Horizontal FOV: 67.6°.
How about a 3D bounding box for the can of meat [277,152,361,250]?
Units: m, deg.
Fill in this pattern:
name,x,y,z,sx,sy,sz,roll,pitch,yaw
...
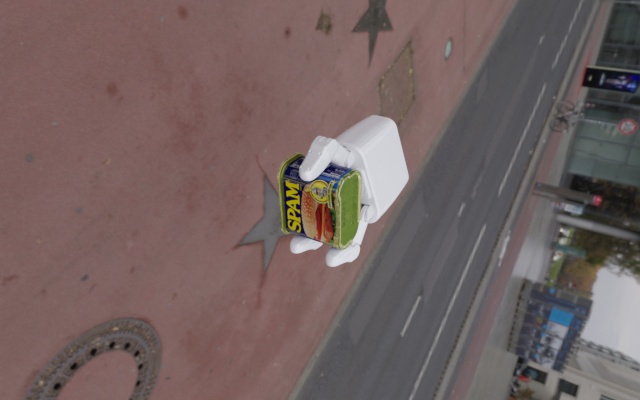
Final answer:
name,x,y,z,sx,sy,sz,roll,pitch,yaw
can of meat,0.000,0.002,0.572,0.084,0.102,0.057,17,34,28
